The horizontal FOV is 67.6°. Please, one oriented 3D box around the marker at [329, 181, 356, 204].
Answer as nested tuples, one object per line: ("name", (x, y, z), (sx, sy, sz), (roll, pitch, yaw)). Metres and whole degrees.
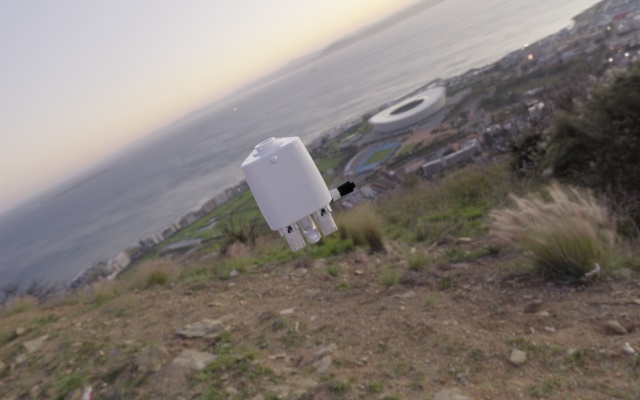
("marker", (0.000, 0.003, 0.747), (0.121, 0.020, 0.020), (-28, 2, -4))
